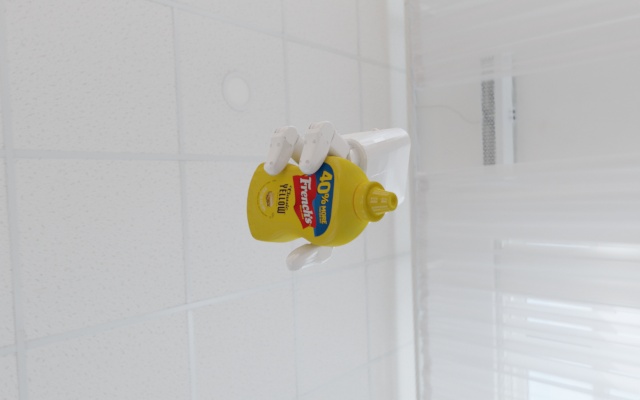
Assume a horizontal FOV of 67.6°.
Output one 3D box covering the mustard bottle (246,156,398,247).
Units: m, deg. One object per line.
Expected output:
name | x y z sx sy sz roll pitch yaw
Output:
mustard bottle | 0.000 0.002 0.520 0.191 0.096 0.058 0 -9 43
